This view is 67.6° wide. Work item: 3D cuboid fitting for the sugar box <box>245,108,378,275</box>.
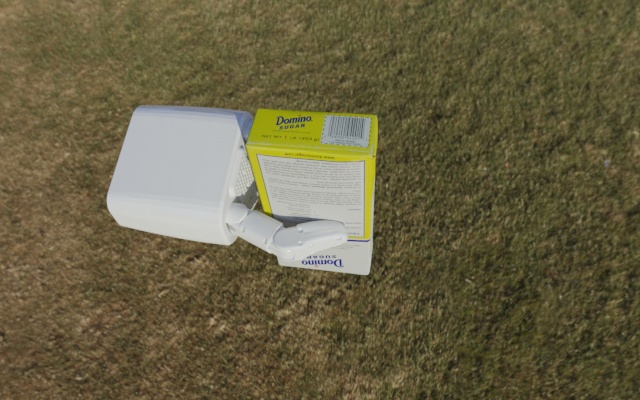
[{"bbox_3d":[0.000,0.001,0.410,0.093,0.048,0.176,6,-33,8],"label":"sugar box"}]
